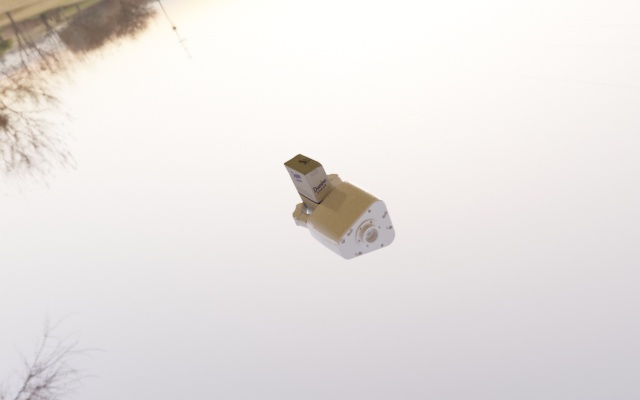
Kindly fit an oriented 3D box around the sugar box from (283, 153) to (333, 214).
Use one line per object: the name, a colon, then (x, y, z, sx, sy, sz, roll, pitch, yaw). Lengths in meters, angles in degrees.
sugar box: (0.001, 0.003, 0.886, 0.048, 0.176, 0.093, -32, 30, -17)
